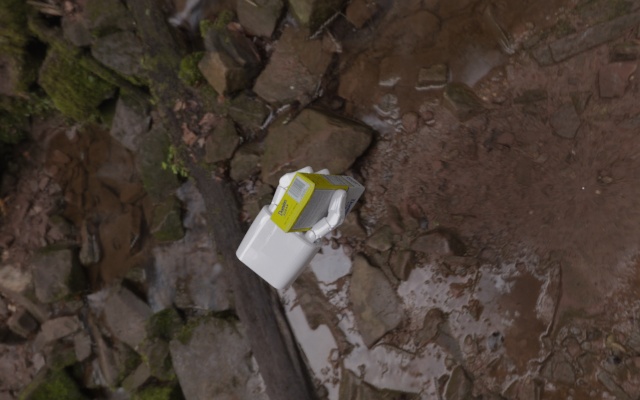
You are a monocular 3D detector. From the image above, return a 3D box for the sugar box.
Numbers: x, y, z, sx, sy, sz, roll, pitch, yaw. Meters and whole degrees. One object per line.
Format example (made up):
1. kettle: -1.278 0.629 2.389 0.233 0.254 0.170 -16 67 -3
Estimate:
1. sugar box: 0.000 0.002 0.804 0.048 0.093 0.176 40 19 22
